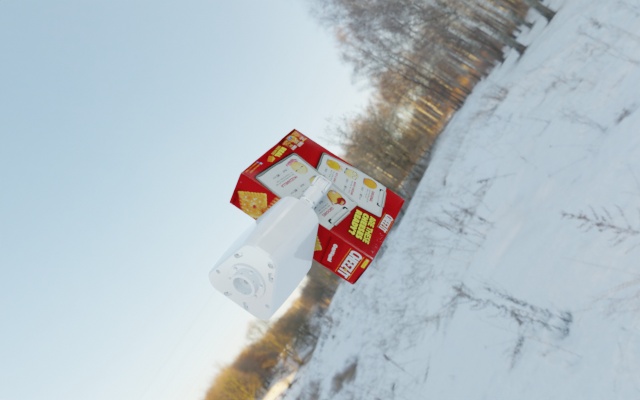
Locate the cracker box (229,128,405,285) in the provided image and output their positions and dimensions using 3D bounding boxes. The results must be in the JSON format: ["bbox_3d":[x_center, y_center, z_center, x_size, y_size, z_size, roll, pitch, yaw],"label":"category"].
[{"bbox_3d":[0.000,0.002,0.713,0.213,0.072,0.164,34,39,4],"label":"cracker box"}]
